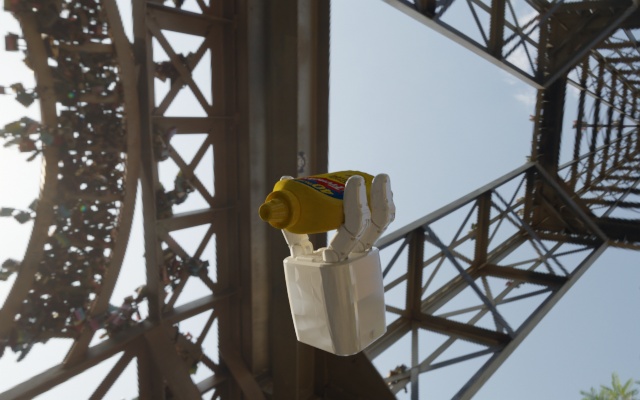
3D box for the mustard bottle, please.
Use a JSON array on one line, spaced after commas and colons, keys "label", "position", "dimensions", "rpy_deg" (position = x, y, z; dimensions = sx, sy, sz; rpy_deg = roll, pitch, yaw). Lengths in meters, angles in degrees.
[{"label": "mustard bottle", "position": [0.000, 0.001, 0.558], "dimensions": [0.096, 0.058, 0.191], "rpy_deg": [23, 20, 32]}]
